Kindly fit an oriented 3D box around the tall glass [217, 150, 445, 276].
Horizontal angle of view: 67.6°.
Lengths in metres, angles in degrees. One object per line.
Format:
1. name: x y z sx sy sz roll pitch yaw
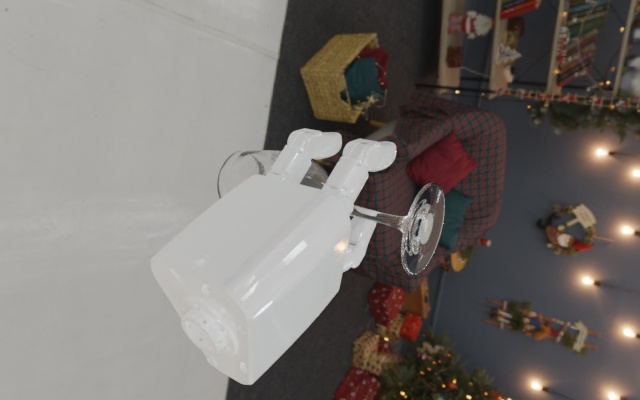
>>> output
1. tall glass: 0.001 0.002 0.422 0.201 0.079 0.079 15 8 33
